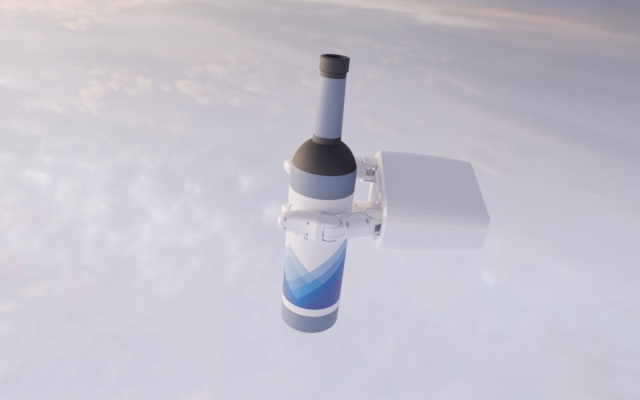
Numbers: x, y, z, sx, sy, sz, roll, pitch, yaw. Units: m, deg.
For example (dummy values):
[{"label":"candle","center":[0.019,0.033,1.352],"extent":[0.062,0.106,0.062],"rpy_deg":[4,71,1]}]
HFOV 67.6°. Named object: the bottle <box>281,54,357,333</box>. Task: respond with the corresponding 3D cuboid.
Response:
[{"label":"bottle","center":[0.000,0.002,0.495],"extent":[0.069,0.296,0.069],"rpy_deg":[5,26,-2]}]
